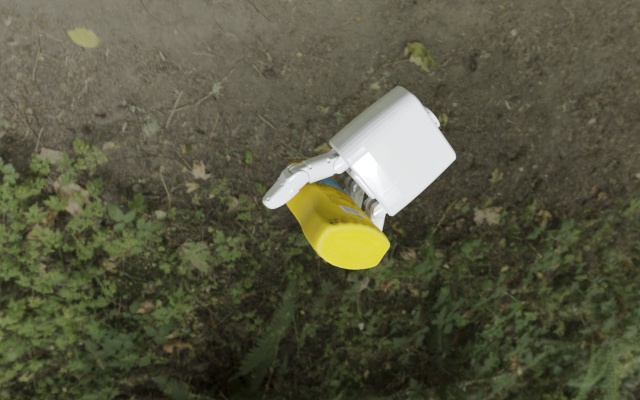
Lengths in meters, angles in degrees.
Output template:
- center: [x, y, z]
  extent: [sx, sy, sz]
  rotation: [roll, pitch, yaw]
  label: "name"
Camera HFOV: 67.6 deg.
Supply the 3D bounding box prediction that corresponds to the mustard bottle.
- center: [0.000, 0.002, 0.579]
  extent: [0.096, 0.058, 0.191]
  rotation: [17, 23, -35]
  label: "mustard bottle"
